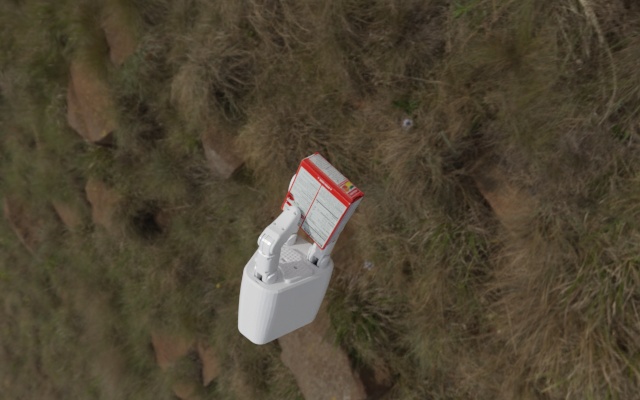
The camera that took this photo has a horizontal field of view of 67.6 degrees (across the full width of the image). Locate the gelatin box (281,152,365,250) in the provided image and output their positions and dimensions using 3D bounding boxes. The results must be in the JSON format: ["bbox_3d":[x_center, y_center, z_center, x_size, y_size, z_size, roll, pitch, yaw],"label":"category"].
[{"bbox_3d":[0.000,0.002,0.540,0.030,0.073,0.089,-32,-21,-41],"label":"gelatin box"}]
